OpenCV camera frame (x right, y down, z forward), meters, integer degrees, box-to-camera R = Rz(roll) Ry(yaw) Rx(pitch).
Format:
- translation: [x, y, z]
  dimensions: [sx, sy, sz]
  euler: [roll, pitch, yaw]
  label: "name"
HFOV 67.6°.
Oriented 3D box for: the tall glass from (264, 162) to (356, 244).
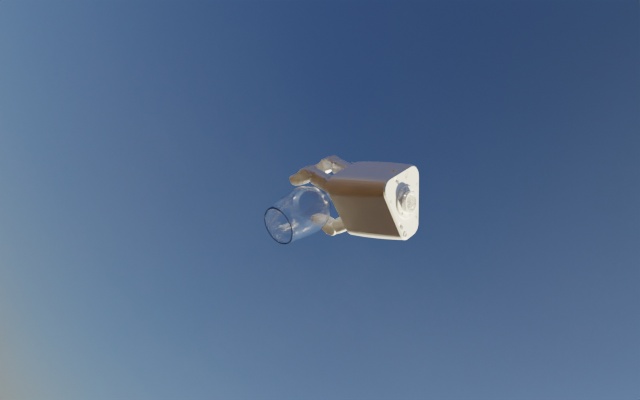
- translation: [0.000, 0.002, 0.794]
  dimensions: [0.079, 0.079, 0.201]
  euler: [0, 22, 45]
  label: "tall glass"
